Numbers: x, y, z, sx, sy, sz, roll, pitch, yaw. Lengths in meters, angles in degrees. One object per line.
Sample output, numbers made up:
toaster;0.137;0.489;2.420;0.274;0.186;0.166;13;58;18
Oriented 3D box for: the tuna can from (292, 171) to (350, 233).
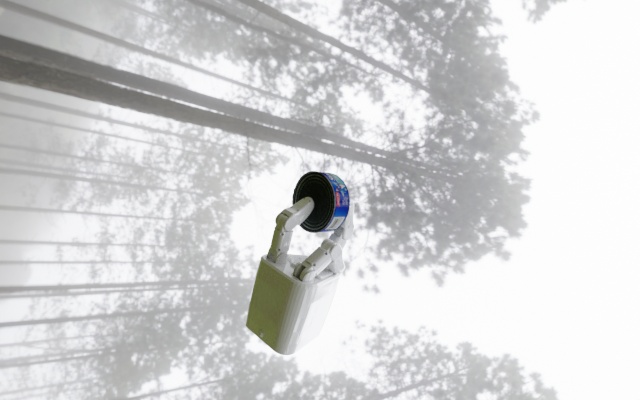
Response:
tuna can;0.001;0.002;0.668;0.034;0.086;0.086;0;0;-44
